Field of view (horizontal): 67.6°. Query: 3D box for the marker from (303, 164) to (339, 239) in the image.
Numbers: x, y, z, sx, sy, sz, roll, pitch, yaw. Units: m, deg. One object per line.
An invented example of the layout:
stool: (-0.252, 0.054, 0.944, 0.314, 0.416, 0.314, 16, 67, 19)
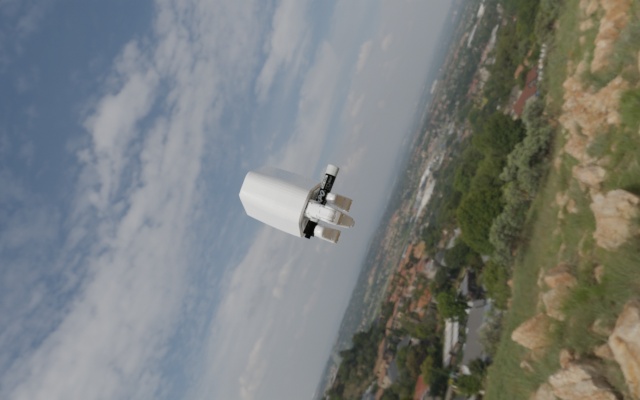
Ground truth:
marker: (0.000, 0.002, 0.748, 0.020, 0.121, 0.020, 21, -3, 1)
